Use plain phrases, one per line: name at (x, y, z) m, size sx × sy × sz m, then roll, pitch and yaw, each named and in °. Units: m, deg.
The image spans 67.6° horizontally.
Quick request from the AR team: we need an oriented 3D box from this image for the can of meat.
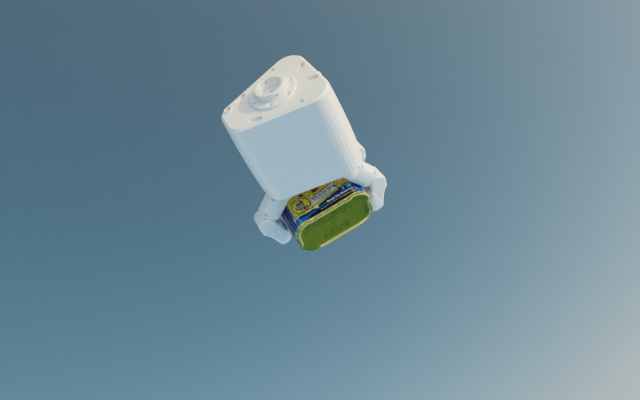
can of meat at (0.000, 0.002, 0.571) m, size 0.102 × 0.057 × 0.084 m, roll -31°, pitch 47°, yaw -6°
